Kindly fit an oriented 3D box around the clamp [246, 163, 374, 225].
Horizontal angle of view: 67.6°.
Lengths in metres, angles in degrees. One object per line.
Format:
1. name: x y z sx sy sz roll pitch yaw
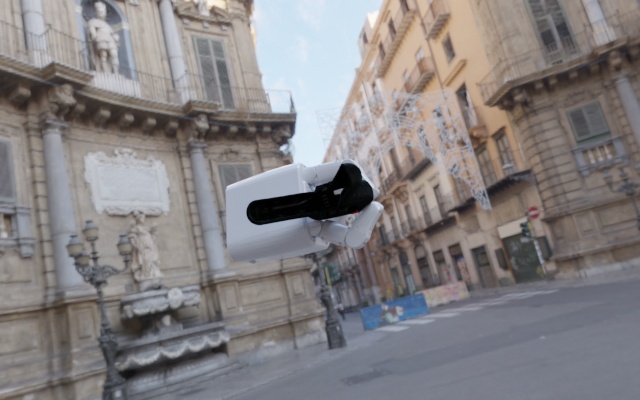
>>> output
1. clamp: 0.000 0.001 0.509 0.120 0.039 0.171 -14 -12 14
